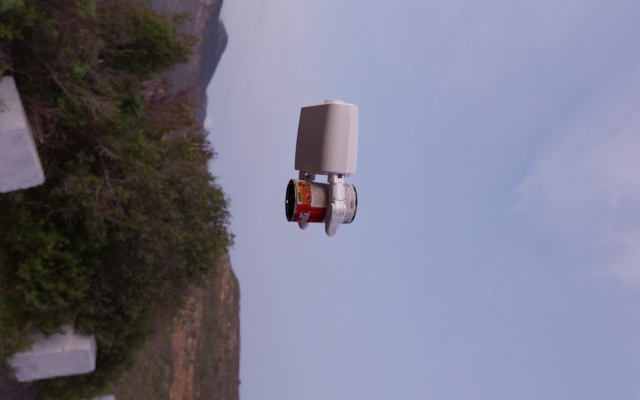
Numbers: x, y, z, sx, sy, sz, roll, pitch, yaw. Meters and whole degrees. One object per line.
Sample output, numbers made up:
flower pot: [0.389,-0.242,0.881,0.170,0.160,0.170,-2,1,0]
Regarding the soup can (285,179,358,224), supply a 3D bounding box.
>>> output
soup can: [0.000,0.003,0.762,0.102,0.068,0.068,3,-1,-17]
